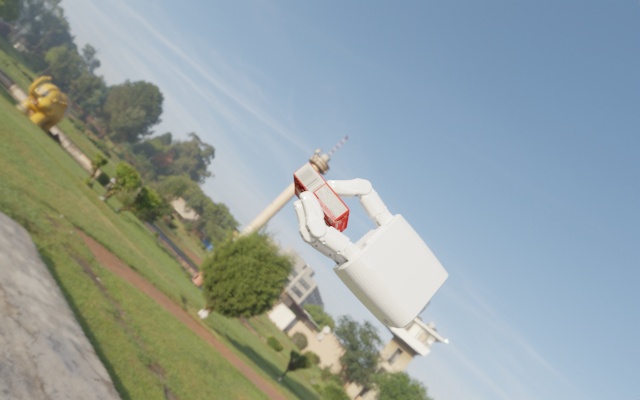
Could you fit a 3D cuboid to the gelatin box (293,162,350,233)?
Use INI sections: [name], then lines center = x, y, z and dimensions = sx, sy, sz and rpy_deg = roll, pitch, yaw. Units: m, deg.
[gelatin box]
center = 0.000, 0.002, 0.640
dimensions = 0.030, 0.089, 0.073
rpy_deg = -36, -15, -13
